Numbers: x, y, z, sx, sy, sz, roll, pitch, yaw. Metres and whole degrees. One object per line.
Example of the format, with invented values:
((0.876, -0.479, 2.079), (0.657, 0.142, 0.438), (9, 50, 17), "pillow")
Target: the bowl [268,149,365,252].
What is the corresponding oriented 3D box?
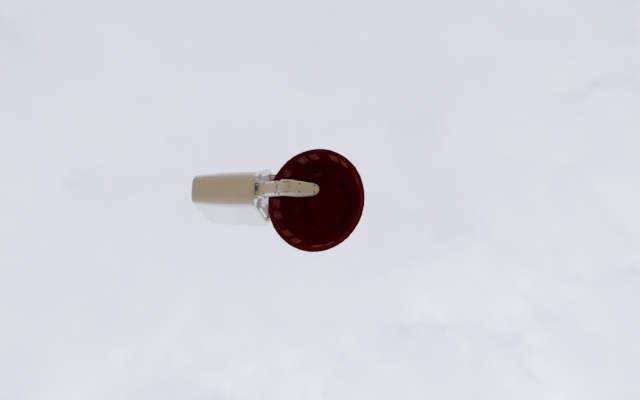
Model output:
((0.001, 0.003, 0.757), (0.162, 0.162, 0.055), (0, -9, 23), "bowl")
